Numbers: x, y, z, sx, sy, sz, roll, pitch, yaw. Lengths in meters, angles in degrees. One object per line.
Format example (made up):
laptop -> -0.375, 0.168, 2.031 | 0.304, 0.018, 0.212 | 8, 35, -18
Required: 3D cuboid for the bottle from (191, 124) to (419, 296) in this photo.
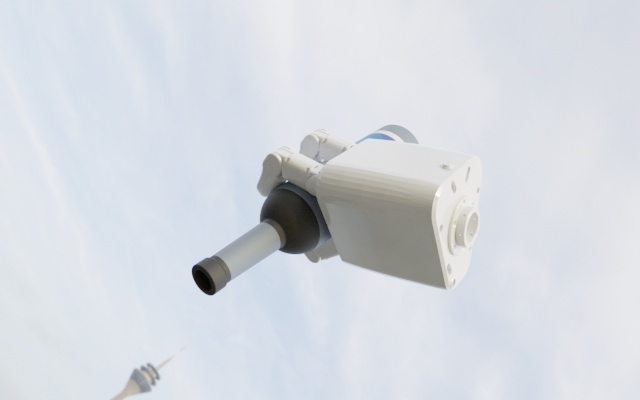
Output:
bottle -> 0.000, 0.001, 0.462 | 0.069, 0.069, 0.295 | 0, 24, 42
